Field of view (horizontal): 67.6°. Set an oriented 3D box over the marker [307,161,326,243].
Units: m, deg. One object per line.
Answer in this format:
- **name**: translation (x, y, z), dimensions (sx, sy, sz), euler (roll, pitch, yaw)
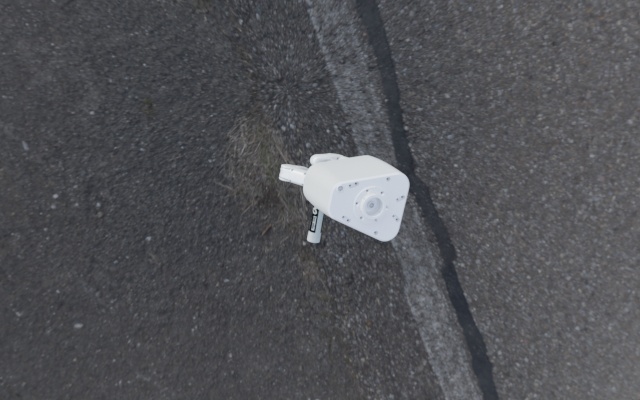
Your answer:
- **marker**: translation (0.000, 0.002, 0.696), dimensions (0.020, 0.121, 0.020), euler (10, 12, -2)
